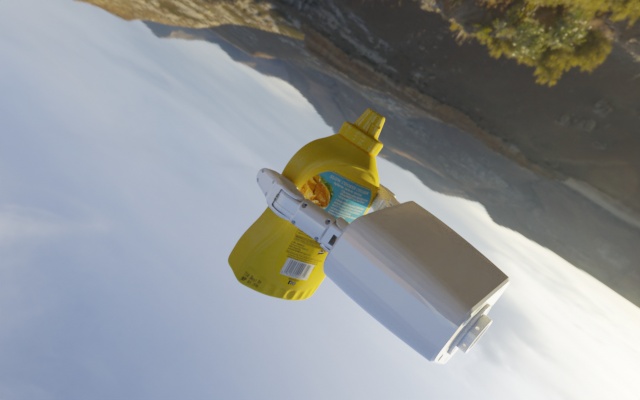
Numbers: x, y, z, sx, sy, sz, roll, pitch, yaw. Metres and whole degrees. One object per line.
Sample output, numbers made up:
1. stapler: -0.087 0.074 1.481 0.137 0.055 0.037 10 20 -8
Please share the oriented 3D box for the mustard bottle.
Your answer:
1. mustard bottle: 0.000 0.001 0.443 0.096 0.192 0.058 23 16 -38
